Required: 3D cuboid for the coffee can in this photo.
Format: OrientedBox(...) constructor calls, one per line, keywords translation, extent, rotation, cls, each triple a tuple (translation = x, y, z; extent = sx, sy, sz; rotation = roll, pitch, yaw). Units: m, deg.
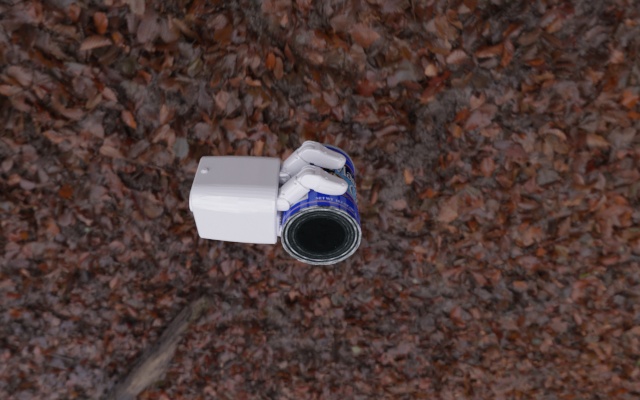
OrientedBox(translation=(0.000, 0.002, 0.654), extent=(0.103, 0.103, 0.140), rotation=(0, 40, -1), cls="coffee can")
